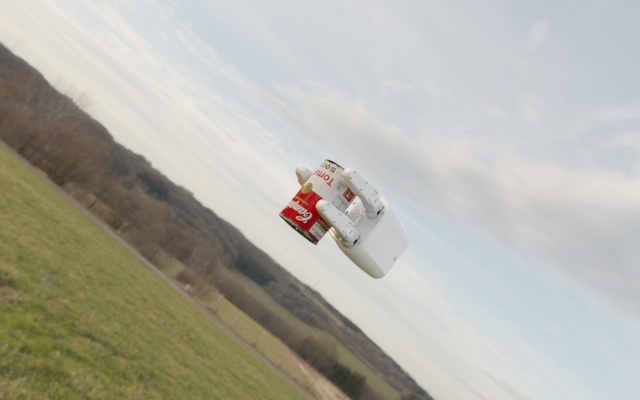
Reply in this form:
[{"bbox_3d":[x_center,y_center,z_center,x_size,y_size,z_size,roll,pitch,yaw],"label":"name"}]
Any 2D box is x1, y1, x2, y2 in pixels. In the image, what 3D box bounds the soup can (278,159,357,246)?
[{"bbox_3d":[0.000,0.002,0.660,0.068,0.102,0.068,39,-8,7],"label":"soup can"}]
